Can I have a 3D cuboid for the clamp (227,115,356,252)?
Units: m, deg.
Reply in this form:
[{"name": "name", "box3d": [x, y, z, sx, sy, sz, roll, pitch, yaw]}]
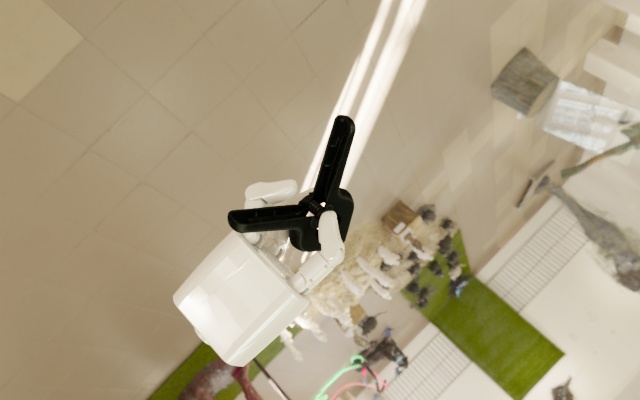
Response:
[{"name": "clamp", "box3d": [0.001, 0.003, 0.557, 0.036, 0.164, 0.210, 45, -1, 29]}]
